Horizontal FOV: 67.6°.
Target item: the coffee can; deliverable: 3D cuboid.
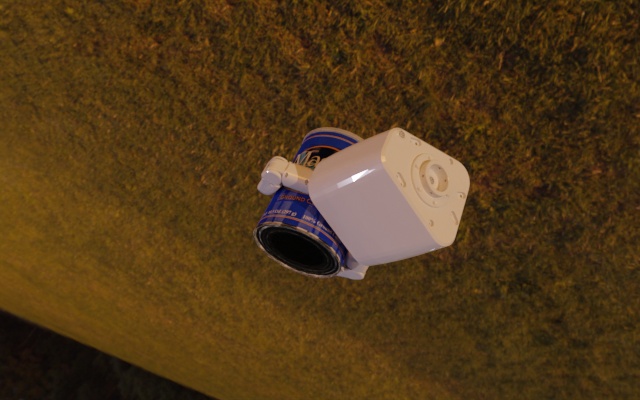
[{"bbox_3d":[0.000,0.002,0.544,0.103,0.140,0.103,19,-31,12],"label":"coffee can"}]
